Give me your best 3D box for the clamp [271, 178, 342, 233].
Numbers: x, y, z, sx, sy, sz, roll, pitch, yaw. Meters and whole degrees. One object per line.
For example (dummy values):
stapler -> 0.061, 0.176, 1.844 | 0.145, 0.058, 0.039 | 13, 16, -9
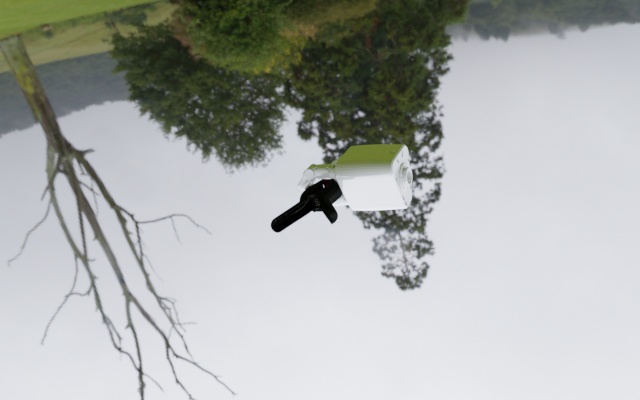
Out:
clamp -> 0.000, 0.003, 0.835 | 0.120, 0.039, 0.171 | 0, 30, 30
